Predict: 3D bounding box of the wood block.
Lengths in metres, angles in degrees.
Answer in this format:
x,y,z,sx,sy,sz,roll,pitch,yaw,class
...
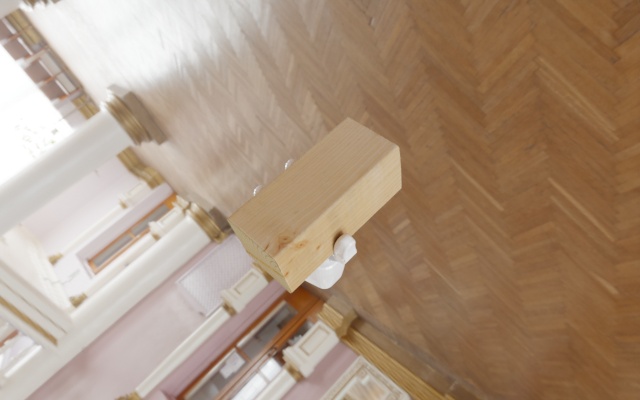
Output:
x,y,z,sx,sy,sz,roll,pitch,yaw,class
0.000,0.002,0.601,0.090,0.206,0.090,36,-21,31,wood block
